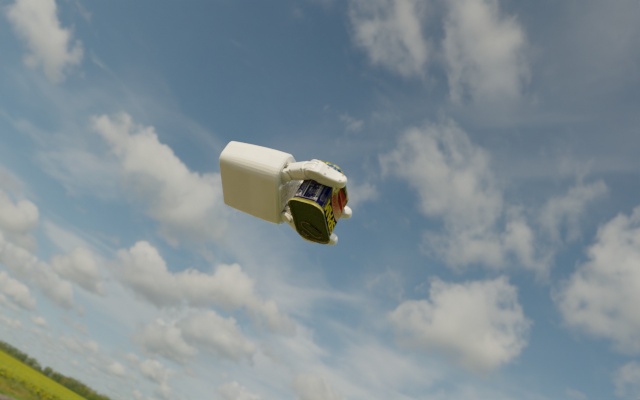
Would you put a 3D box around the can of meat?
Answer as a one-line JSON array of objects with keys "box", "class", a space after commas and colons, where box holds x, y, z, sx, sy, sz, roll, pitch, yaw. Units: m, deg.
[{"box": [0.000, 0.002, 0.725, 0.057, 0.084, 0.102, 15, -34, 21], "class": "can of meat"}]
